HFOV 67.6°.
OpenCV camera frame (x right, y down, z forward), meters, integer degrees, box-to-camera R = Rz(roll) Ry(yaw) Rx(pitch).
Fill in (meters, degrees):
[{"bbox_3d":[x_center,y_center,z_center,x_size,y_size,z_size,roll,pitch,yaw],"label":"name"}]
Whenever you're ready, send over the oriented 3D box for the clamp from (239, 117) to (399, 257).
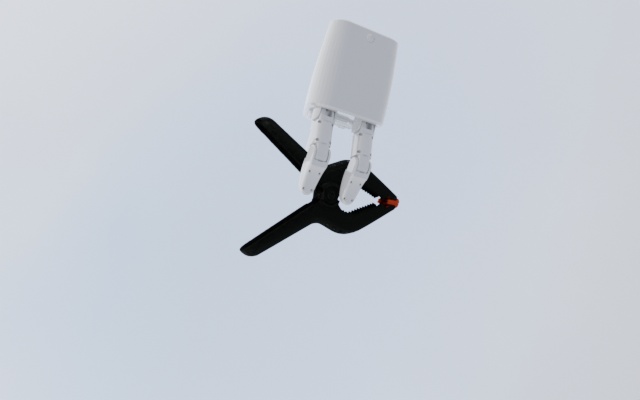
[{"bbox_3d":[0.000,0.002,0.598,0.210,0.164,0.036,14,0,-24],"label":"clamp"}]
